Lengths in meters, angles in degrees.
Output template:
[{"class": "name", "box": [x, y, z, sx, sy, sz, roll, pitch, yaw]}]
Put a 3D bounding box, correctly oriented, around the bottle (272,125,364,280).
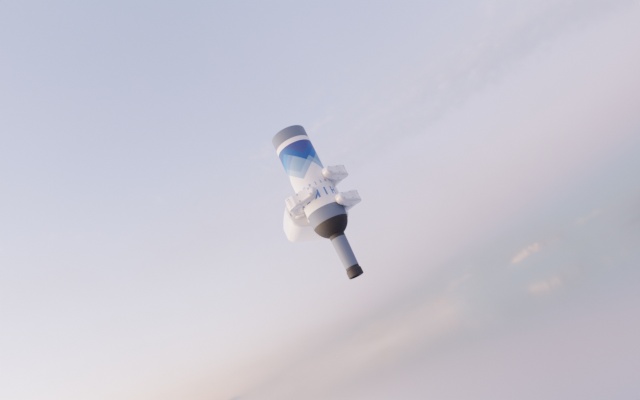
[{"class": "bottle", "box": [0.000, 0.003, 0.855, 0.069, 0.295, 0.069, -23, -18, -8]}]
